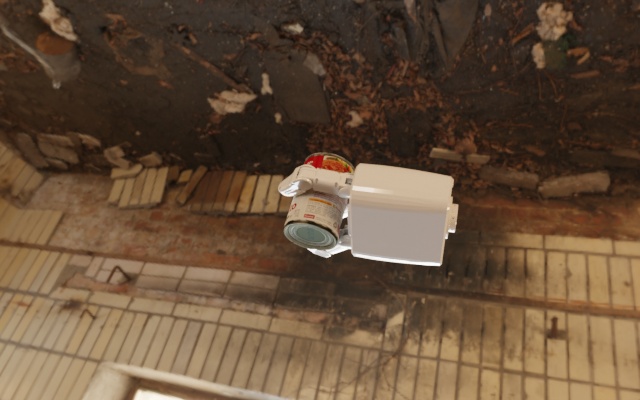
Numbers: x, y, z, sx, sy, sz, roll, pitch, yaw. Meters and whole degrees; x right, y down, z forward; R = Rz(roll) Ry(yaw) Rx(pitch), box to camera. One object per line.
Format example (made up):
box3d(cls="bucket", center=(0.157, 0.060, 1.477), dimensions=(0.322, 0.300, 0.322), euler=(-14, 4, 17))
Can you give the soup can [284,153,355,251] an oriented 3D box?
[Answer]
box3d(cls="soup can", center=(0.000, 0.002, 0.586), dimensions=(0.068, 0.102, 0.068), euler=(12, -31, 7))
